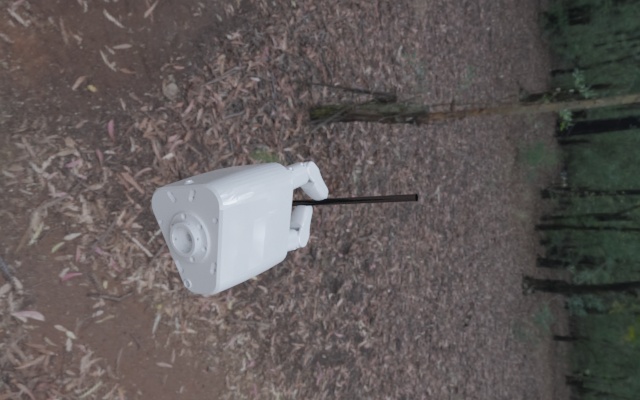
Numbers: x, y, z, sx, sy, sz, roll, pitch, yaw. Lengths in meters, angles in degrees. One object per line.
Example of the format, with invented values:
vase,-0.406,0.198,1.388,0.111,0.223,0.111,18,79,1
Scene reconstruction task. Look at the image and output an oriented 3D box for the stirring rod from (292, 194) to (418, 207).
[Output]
stirring rod,0.000,0.002,0.569,0.239,0.011,0.011,-3,-2,32
